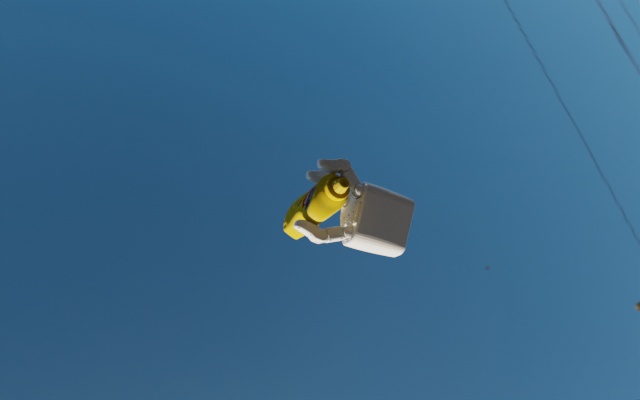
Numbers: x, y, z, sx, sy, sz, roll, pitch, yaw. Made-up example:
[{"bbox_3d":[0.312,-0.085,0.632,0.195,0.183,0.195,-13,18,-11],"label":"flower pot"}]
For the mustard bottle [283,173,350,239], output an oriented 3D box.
[{"bbox_3d":[0.000,0.003,0.836,0.058,0.096,0.192,39,-30,-8],"label":"mustard bottle"}]
